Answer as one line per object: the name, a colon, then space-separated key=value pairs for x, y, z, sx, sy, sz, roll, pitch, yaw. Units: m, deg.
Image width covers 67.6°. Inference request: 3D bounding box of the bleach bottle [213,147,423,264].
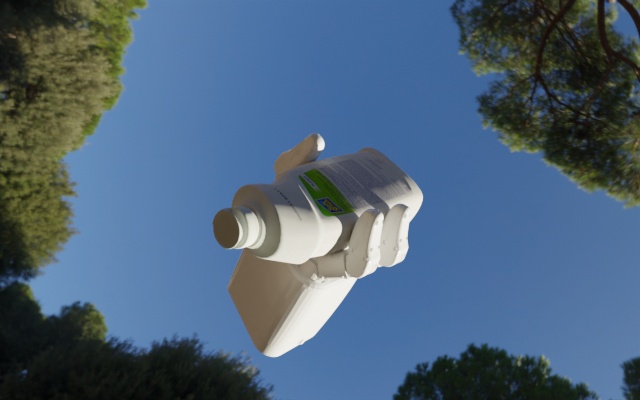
bleach bottle: x=0.000 y=0.001 z=0.446 sx=0.102 sy=0.068 sz=0.251 roll=44 pitch=29 yaw=24
